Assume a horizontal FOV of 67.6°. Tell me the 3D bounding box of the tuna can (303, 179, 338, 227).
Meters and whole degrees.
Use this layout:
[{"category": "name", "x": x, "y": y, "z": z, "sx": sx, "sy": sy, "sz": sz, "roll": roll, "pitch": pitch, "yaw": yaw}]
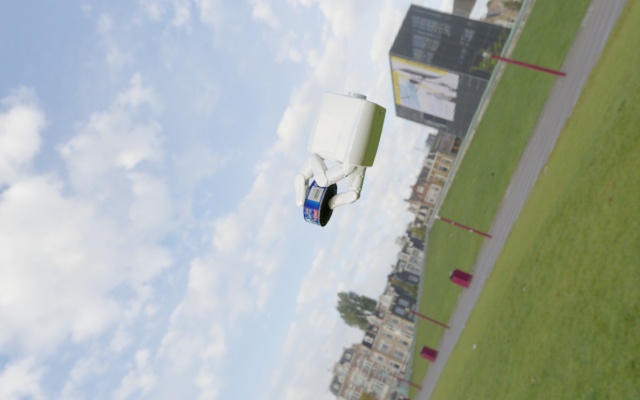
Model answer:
[{"category": "tuna can", "x": 0.000, "y": 0.003, "z": 0.864, "sx": 0.034, "sy": 0.086, "sz": 0.086, "roll": 15, "pitch": 5, "yaw": 18}]
